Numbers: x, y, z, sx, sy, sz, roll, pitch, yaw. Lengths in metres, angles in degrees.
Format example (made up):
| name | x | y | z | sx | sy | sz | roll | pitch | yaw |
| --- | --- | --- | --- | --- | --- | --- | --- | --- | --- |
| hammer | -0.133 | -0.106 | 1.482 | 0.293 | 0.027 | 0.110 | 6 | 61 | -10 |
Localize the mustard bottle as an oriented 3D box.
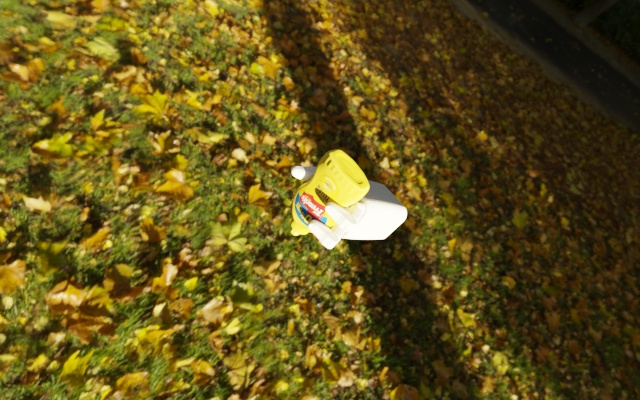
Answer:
| name | x | y | z | sx | sy | sz | roll | pitch | yaw |
| --- | --- | --- | --- | --- | --- | --- | --- | --- | --- |
| mustard bottle | 0.000 | 0.003 | 0.866 | 0.058 | 0.096 | 0.192 | -22 | -22 | -50 |
